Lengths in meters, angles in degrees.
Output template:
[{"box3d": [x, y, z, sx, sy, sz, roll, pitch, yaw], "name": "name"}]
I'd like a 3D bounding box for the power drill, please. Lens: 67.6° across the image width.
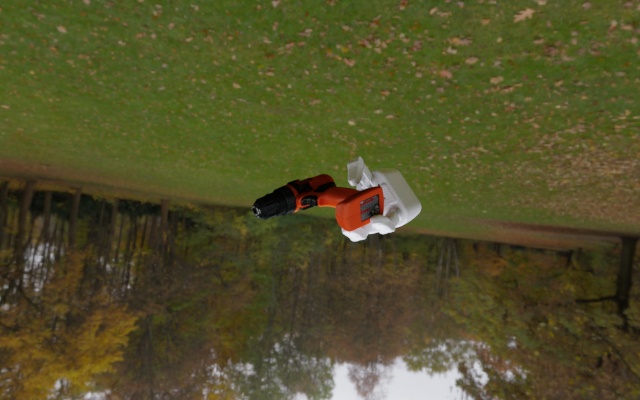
[{"box3d": [0.001, 0.003, 0.825, 0.184, 0.057, 0.187, -24, 27, -39], "name": "power drill"}]
